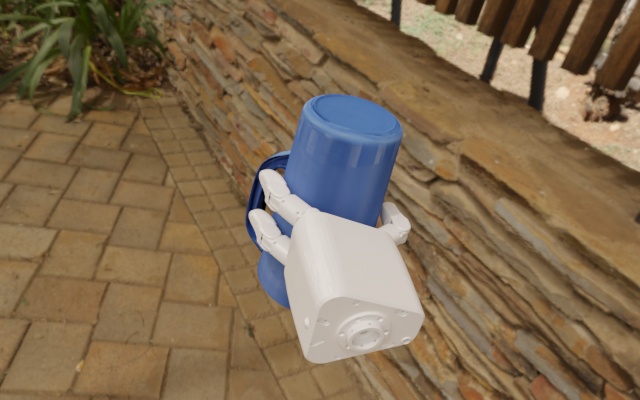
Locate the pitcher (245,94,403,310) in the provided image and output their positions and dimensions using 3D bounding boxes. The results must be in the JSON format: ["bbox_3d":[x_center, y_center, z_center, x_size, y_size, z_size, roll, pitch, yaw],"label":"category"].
[{"bbox_3d":[0.000,0.002,0.561,0.149,0.243,0.145,4,35,-16],"label":"pitcher"}]
